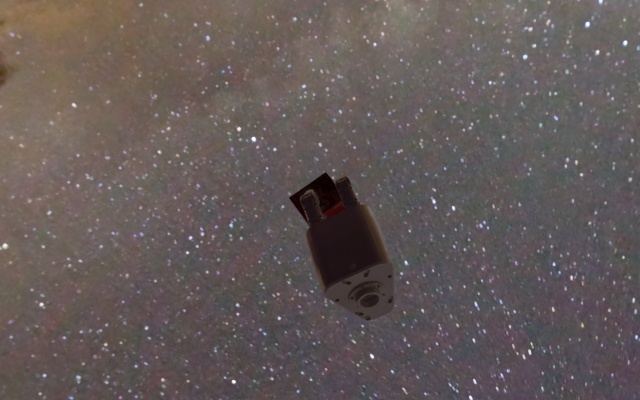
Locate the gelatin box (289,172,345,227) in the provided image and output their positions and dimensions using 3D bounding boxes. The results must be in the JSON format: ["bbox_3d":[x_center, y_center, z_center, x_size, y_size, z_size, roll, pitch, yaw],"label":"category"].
[{"bbox_3d":[0.000,0.003,0.739,0.073,0.030,0.089,-35,35,-3],"label":"gelatin box"}]
